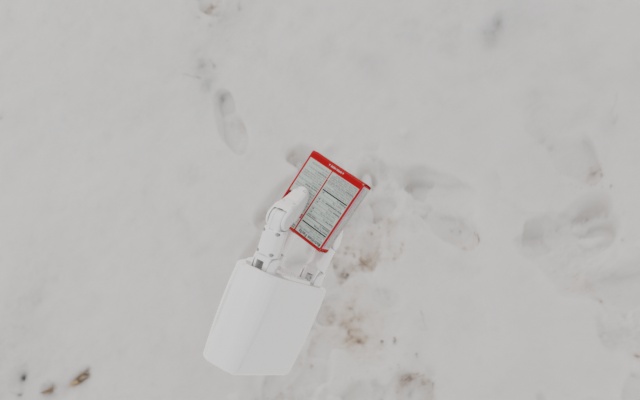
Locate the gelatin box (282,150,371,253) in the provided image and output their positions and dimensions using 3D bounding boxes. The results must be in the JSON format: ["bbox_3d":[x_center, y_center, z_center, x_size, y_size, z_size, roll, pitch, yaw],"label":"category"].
[{"bbox_3d":[0.000,0.001,0.526,0.073,0.089,0.030,35,5,22],"label":"gelatin box"}]
